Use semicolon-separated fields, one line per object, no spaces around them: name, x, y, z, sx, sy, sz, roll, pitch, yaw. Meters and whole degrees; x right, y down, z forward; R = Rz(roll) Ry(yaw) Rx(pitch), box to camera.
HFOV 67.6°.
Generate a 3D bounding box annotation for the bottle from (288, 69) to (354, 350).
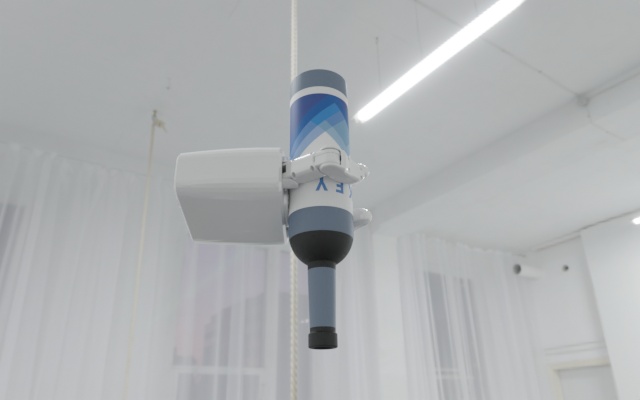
bottle;0.000;0.001;0.499;0.069;0.295;0.069;-1;-24;0
